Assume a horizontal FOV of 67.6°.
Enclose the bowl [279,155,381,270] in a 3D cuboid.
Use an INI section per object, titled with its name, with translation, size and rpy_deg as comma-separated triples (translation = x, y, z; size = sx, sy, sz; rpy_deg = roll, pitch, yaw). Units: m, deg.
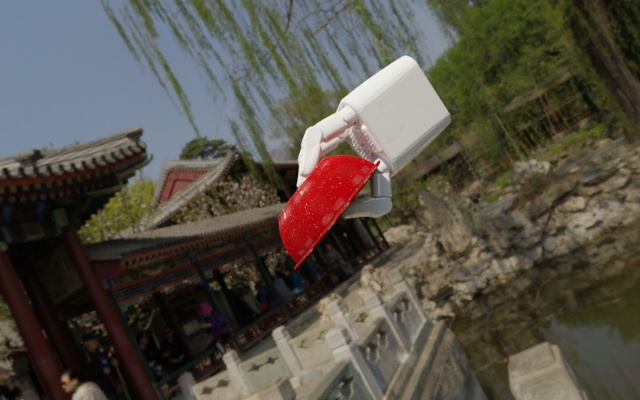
[bowl]
translation = -0.001, 0.002, 0.559
size = 0.055, 0.162, 0.162
rpy_deg = 38, 1, 1
